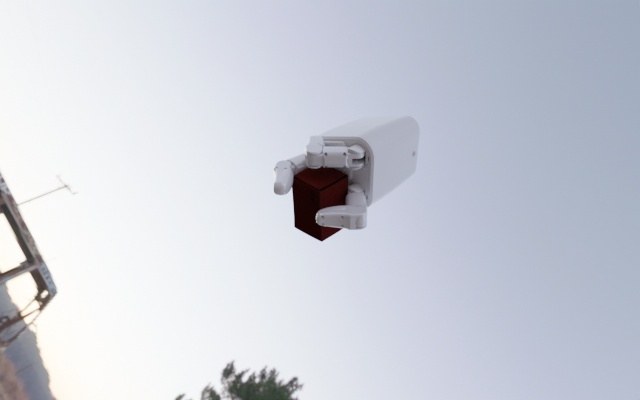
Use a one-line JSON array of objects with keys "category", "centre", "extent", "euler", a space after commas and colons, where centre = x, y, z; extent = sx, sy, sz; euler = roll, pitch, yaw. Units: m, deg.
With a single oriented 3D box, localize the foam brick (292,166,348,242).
[{"category": "foam brick", "centre": [0.000, 0.002, 0.605], "extent": [0.053, 0.078, 0.051], "euler": [27, 42, 36]}]
